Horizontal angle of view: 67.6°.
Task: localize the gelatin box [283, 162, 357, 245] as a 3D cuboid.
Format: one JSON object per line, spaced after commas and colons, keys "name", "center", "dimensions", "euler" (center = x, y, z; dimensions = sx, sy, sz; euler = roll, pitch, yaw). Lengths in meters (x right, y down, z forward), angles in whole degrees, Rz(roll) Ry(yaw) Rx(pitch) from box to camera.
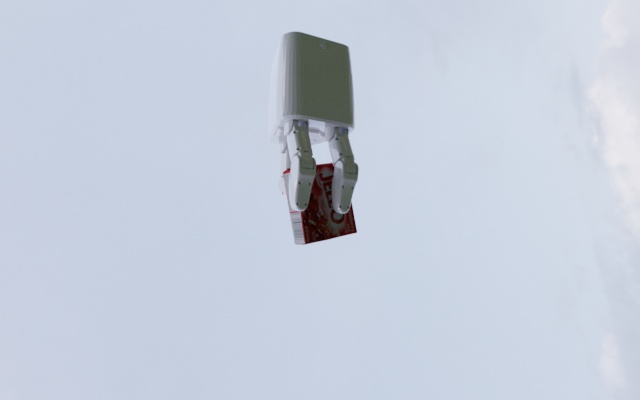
{"name": "gelatin box", "center": [0.000, 0.002, 0.560], "dimensions": [0.073, 0.089, 0.030], "euler": [-10, 1, -31]}
